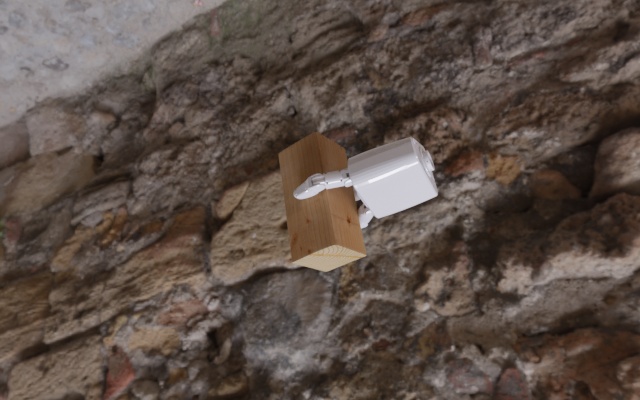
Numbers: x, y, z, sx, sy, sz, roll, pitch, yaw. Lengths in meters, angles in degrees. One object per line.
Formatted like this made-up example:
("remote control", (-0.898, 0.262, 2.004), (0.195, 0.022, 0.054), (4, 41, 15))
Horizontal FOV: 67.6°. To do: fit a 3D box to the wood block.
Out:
("wood block", (0.000, 0.003, 0.806), (0.090, 0.206, 0.091), (-26, -31, 30))
